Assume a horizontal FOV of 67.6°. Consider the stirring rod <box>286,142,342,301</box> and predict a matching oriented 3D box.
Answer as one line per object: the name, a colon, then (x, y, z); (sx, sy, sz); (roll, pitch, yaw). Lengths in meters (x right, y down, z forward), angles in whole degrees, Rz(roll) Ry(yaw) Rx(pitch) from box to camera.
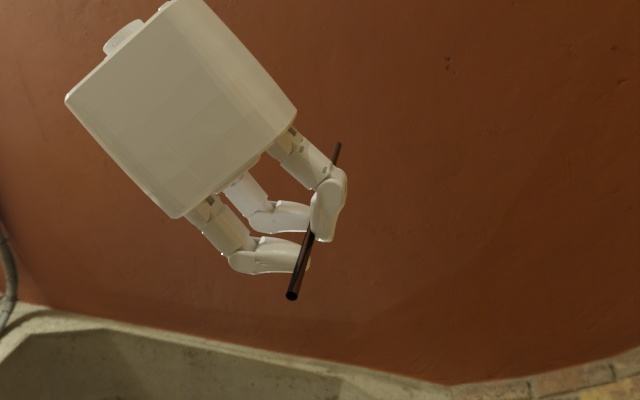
stirring rod: (0.000, 0.001, 0.411); (0.011, 0.011, 0.239); (0, 30, 10)
